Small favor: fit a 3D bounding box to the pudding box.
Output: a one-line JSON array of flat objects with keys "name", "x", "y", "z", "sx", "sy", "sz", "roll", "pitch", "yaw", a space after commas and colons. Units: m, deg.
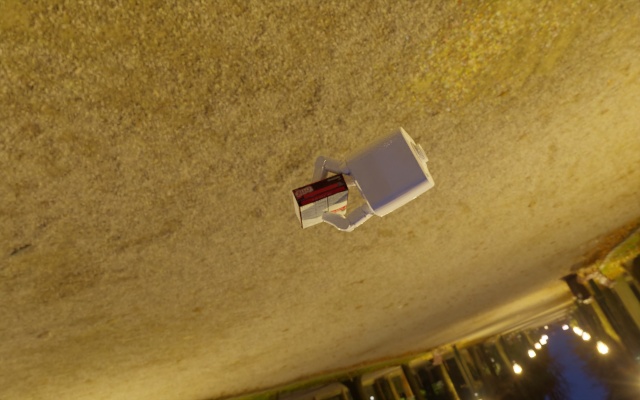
[{"name": "pudding box", "x": 0.000, "y": 0.003, "z": 0.831, "sx": 0.090, "sy": 0.039, "sz": 0.113, "roll": -19, "pitch": -23, "yaw": -7}]
